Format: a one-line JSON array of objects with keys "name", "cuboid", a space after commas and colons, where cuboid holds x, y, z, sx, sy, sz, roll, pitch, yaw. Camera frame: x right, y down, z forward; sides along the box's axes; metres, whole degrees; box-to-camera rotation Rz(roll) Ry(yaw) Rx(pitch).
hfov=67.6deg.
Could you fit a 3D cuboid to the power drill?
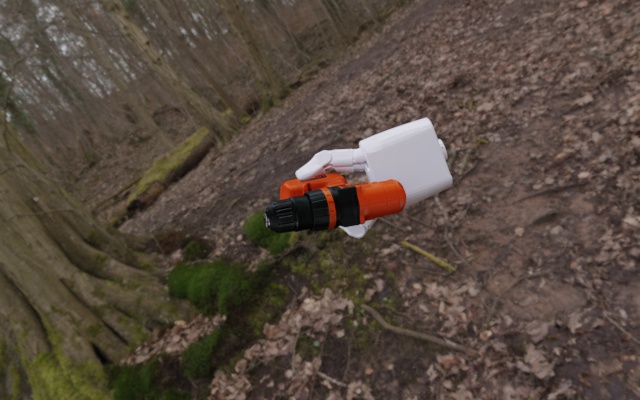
[{"name": "power drill", "cuboid": [0.000, 0.002, 0.660, 0.184, 0.057, 0.187, -8, 10, -16]}]
